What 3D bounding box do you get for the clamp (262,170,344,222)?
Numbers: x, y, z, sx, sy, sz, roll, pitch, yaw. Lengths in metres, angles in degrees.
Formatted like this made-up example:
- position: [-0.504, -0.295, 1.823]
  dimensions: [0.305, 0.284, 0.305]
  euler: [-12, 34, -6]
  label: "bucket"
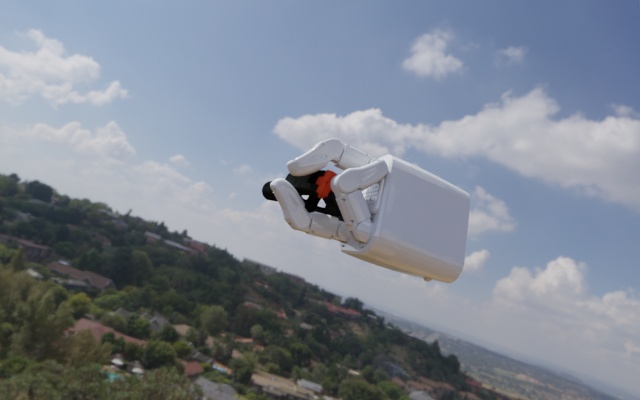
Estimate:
- position: [0.000, 0.001, 0.562]
  dimensions: [0.120, 0.039, 0.171]
  euler: [22, -10, -15]
  label: "clamp"
